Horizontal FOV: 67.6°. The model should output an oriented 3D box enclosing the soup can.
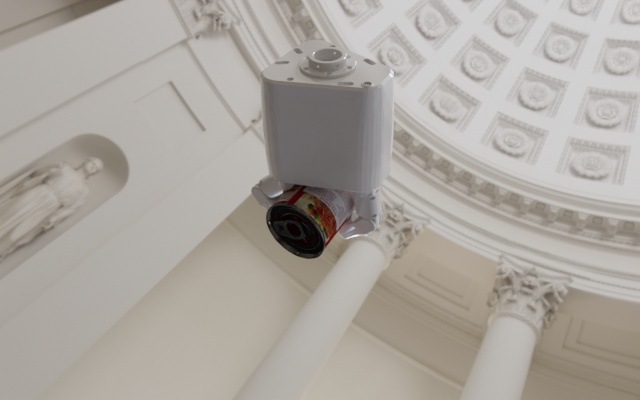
[{"bbox_3d":[0.000,0.002,0.495,0.068,0.068,0.102,0,36,39],"label":"soup can"}]
